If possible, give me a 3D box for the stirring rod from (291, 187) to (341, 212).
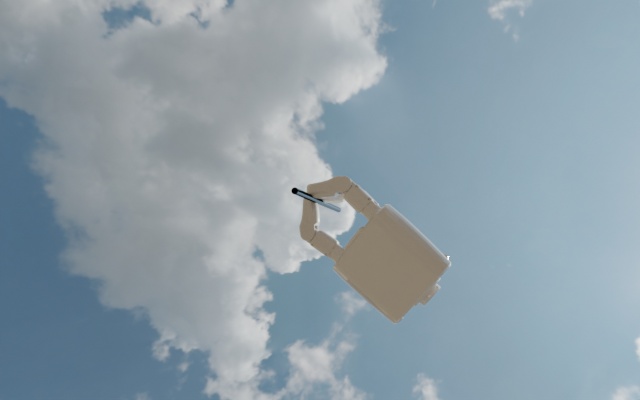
[{"bbox_3d":[0.000,0.002,0.657,0.011,0.011,0.239,0,-6,14],"label":"stirring rod"}]
